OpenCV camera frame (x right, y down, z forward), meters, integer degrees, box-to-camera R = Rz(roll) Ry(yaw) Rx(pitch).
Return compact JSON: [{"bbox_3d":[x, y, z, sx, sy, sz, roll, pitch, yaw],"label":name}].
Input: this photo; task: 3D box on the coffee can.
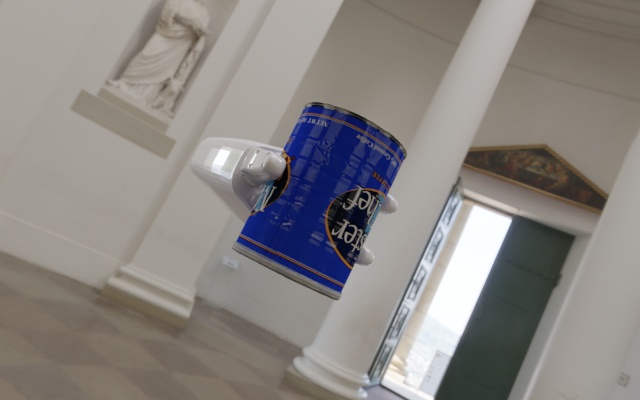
[{"bbox_3d":[0.000,0.002,0.419,0.103,0.140,0.103,26,-7,4],"label":"coffee can"}]
